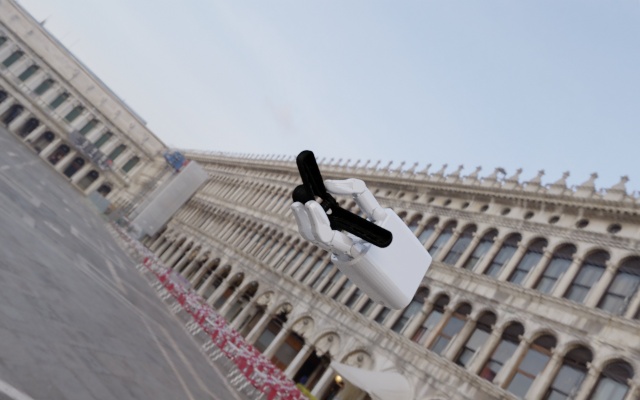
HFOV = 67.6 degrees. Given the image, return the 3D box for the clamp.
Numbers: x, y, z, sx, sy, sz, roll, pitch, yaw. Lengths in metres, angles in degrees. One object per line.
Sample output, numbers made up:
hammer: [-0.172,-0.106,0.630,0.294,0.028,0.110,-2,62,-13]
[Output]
clamp: [0.001,0.002,0.685,0.036,0.164,0.210,-46,14,-17]
